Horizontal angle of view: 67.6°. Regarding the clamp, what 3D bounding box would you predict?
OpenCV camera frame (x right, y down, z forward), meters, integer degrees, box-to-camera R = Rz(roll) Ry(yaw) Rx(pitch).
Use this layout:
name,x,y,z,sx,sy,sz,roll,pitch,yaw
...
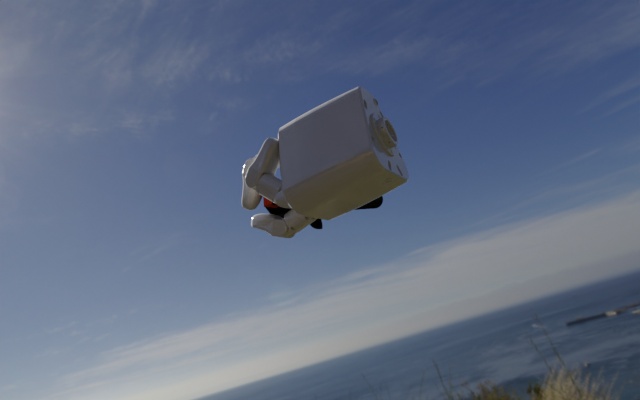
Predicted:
name,x,y,z,sx,sy,sz,roll,pitch,yaw
clamp,0.000,0.001,0.608,0.120,0.039,0.171,-25,-20,25
